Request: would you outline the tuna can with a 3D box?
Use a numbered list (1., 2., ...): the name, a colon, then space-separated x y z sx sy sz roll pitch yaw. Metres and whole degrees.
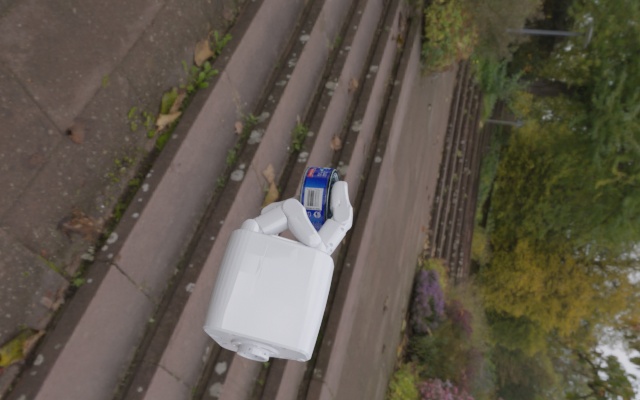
1. tuna can: 0.001 0.002 0.585 0.034 0.086 0.086 4 1 12
